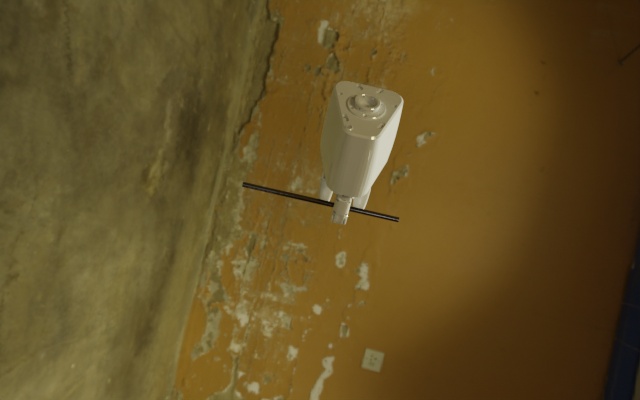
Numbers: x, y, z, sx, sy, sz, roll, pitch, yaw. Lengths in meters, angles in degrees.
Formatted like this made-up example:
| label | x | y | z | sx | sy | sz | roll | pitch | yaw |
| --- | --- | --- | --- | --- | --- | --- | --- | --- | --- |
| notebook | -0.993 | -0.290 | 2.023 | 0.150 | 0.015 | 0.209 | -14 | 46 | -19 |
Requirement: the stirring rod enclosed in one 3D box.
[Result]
| label | x | y | z | sx | sy | sz | roll | pitch | yaw |
| --- | --- | --- | --- | --- | --- | --- | --- | --- | --- |
| stirring rod | 0.000 | 0.002 | 0.719 | 0.239 | 0.011 | 0.011 | 13 | 0 | 1 |
